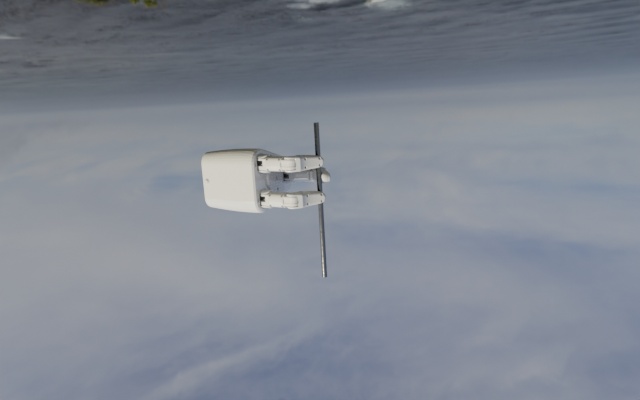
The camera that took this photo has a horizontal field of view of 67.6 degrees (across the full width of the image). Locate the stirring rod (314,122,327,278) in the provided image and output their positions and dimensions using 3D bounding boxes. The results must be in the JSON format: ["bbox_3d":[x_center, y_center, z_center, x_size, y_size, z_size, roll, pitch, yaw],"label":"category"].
[{"bbox_3d":[0.000,0.002,0.731,0.011,0.239,0.011,-3,11,1],"label":"stirring rod"}]
